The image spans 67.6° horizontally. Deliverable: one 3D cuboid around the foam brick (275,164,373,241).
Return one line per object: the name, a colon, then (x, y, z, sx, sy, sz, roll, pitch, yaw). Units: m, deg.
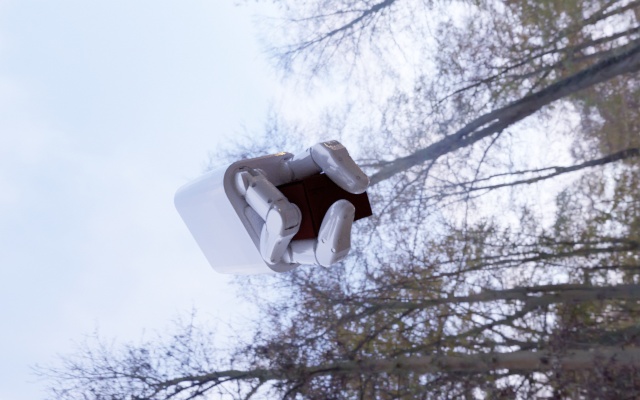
foam brick: (0.000, 0.001, 0.442, 0.078, 0.053, 0.051, -17, 3, -44)
